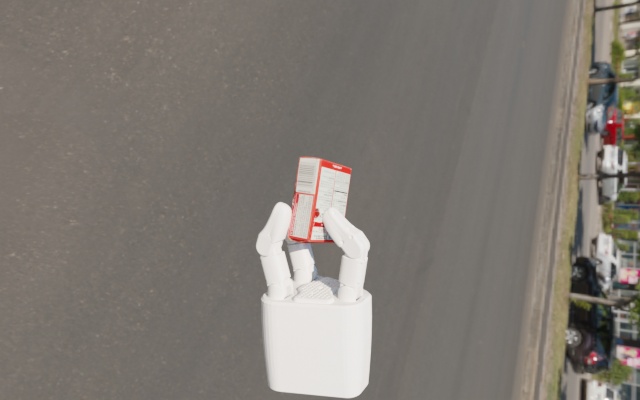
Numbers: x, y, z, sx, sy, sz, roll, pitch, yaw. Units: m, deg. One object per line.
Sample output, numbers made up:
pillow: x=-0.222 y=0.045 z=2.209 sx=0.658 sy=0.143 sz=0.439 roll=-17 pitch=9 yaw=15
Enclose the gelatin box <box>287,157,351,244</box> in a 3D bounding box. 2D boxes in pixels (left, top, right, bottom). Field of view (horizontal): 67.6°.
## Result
gelatin box: x=0.001 y=0.001 z=0.520 sx=0.030 sy=0.089 sz=0.073 roll=9 pitch=0 yaw=30
